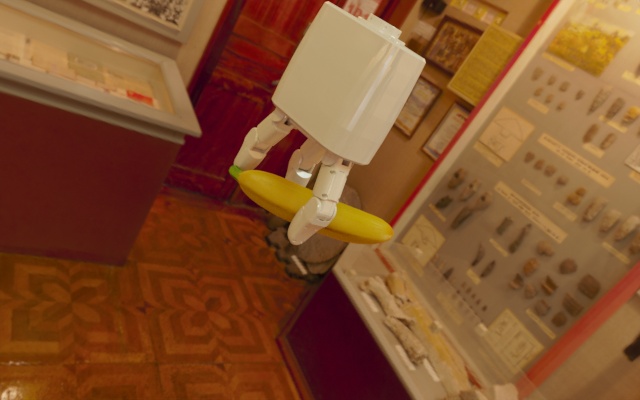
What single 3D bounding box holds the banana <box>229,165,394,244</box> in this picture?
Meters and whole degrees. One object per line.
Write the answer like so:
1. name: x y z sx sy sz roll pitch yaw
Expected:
1. banana: -0.002 0.008 0.500 0.198 0.037 0.069 24 21 -13
